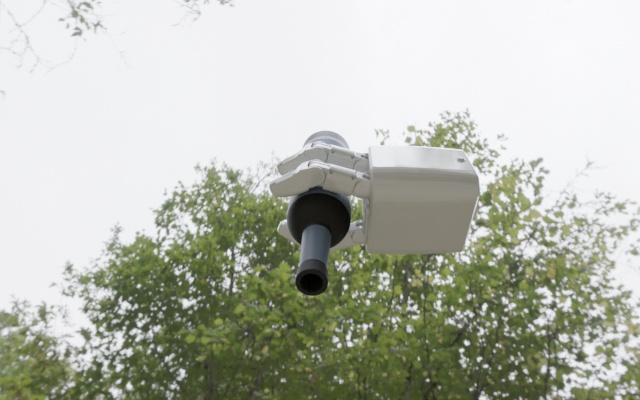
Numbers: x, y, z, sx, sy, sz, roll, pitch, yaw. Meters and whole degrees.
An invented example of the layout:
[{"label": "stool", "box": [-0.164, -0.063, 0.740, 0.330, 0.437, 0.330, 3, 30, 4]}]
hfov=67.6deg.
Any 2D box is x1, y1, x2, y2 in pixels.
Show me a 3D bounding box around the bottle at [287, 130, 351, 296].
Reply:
[{"label": "bottle", "box": [0.000, 0.002, 0.524, 0.069, 0.069, 0.295, 0, 27, 3]}]
